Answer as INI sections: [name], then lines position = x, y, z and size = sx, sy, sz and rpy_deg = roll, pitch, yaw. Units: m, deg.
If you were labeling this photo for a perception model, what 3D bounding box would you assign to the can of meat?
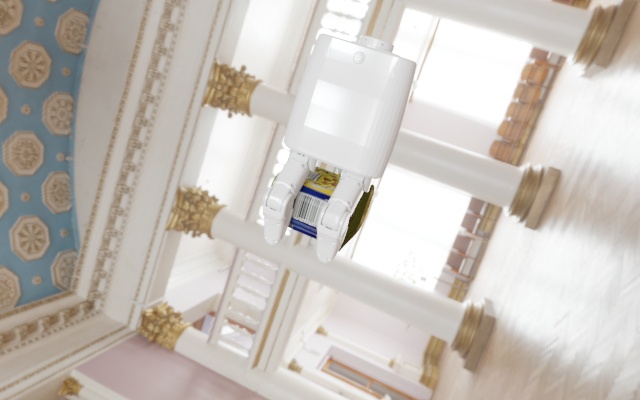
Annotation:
[can of meat]
position = 0.000, 0.002, 0.490
size = 0.084, 0.057, 0.102
rpy_deg = 22, 18, 14
